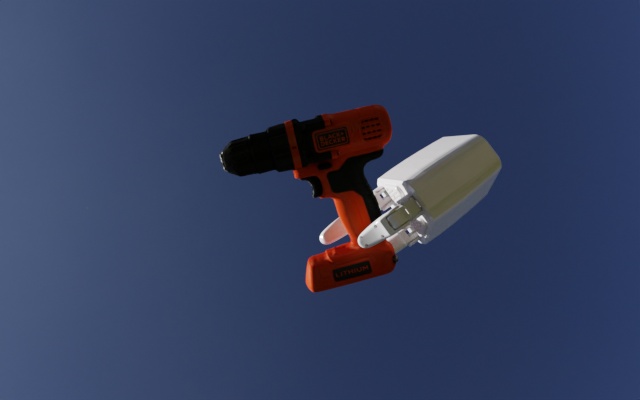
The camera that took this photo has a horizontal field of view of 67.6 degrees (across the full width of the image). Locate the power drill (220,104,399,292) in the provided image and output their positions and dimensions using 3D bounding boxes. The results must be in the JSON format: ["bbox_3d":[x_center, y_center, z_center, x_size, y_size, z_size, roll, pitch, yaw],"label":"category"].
[{"bbox_3d":[0.000,0.002,0.523,0.184,0.188,0.057,-13,15,0],"label":"power drill"}]
